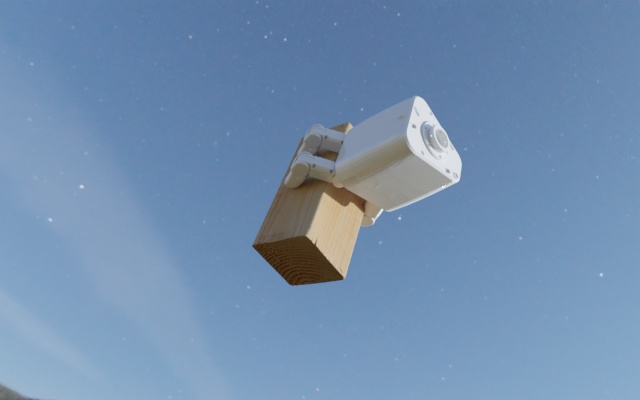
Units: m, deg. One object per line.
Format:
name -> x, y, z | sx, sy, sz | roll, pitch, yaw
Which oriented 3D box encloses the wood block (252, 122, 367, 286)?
wood block -> 0.001, 0.002, 0.647 | 0.090, 0.206, 0.091 | -13, -50, 35
